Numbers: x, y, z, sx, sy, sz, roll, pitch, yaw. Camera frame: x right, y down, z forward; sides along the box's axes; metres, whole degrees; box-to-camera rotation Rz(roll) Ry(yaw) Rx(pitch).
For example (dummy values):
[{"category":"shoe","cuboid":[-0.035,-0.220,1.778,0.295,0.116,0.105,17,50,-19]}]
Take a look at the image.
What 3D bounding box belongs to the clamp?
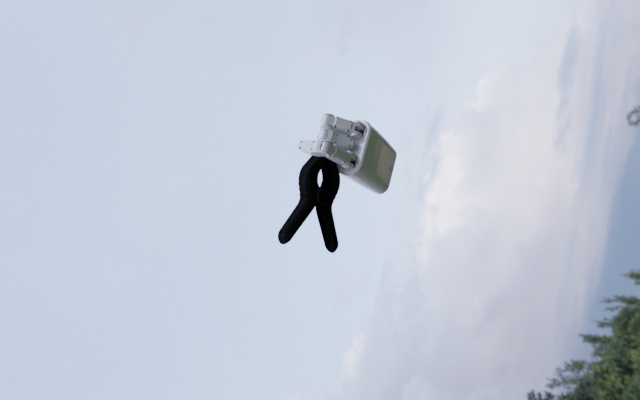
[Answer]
[{"category":"clamp","cuboid":[0.000,0.002,0.768,0.039,0.171,0.120,9,-13,42]}]
